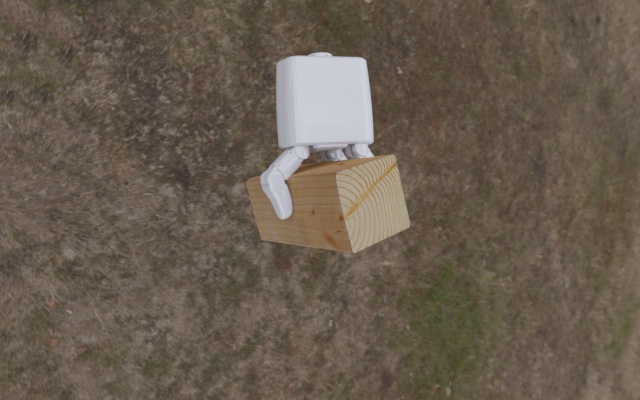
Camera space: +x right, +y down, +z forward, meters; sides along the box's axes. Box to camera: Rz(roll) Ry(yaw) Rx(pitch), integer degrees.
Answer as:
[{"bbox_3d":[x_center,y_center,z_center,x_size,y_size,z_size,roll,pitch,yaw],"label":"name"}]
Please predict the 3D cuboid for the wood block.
[{"bbox_3d":[0.000,0.002,0.602,0.091,0.090,0.206,-20,11,-33],"label":"wood block"}]
